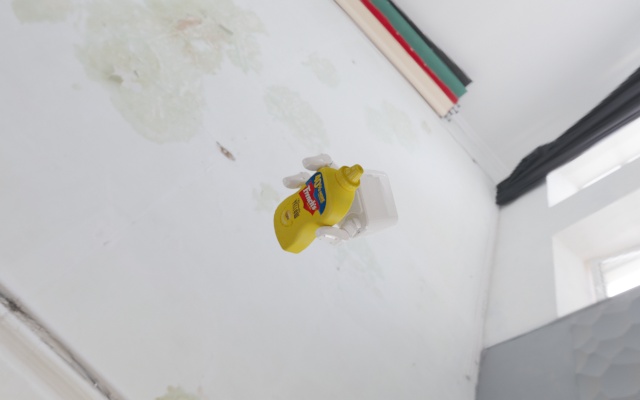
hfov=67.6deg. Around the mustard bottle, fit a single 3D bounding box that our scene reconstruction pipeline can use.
[{"bbox_3d":[0.000,0.003,0.770,0.058,0.096,0.192,20,-45,-35],"label":"mustard bottle"}]
